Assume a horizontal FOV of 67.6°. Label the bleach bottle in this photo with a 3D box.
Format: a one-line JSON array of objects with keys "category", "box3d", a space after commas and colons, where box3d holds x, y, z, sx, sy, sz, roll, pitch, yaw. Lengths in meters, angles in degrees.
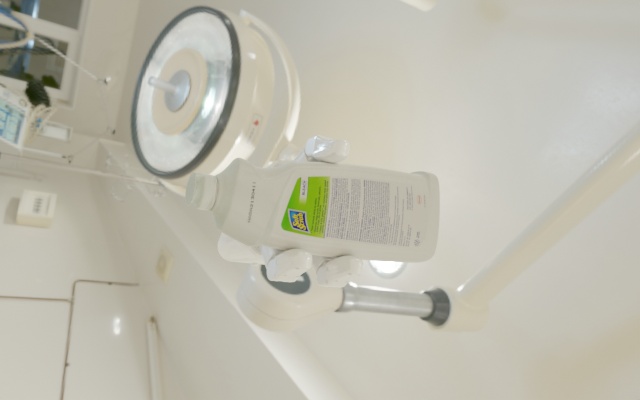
[{"category": "bleach bottle", "box3d": [0.000, 0.002, 0.460, 0.251, 0.102, 0.068, 10, -13, -28]}]
